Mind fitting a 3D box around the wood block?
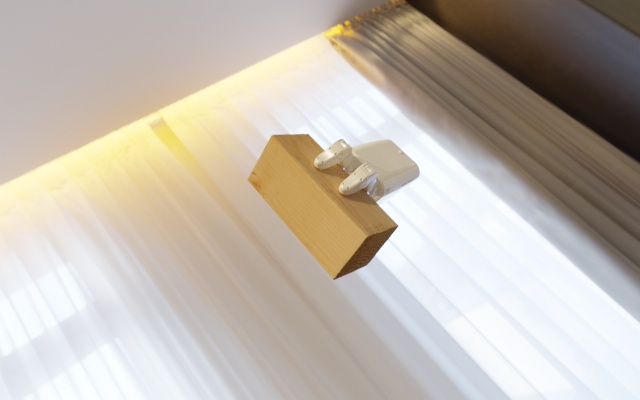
[{"bbox_3d":[0.000,0.002,0.698,0.206,0.091,0.090,47,33,22],"label":"wood block"}]
